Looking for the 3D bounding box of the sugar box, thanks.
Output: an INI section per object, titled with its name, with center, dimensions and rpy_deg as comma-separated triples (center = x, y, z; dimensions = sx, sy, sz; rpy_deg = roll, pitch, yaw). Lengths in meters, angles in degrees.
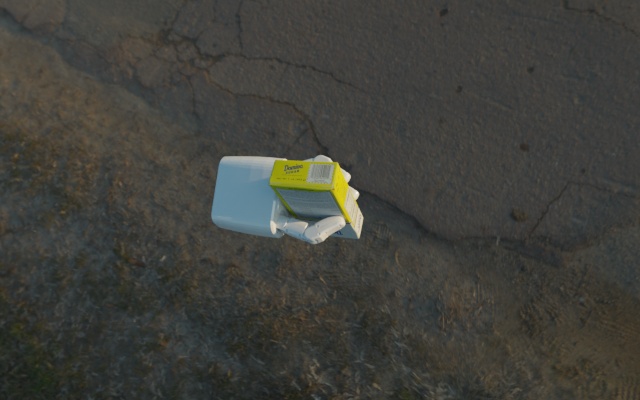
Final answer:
[sugar box]
center = 0.000, 0.002, 0.700
dimensions = 0.093, 0.048, 0.176
rpy_deg = 5, -22, 18
